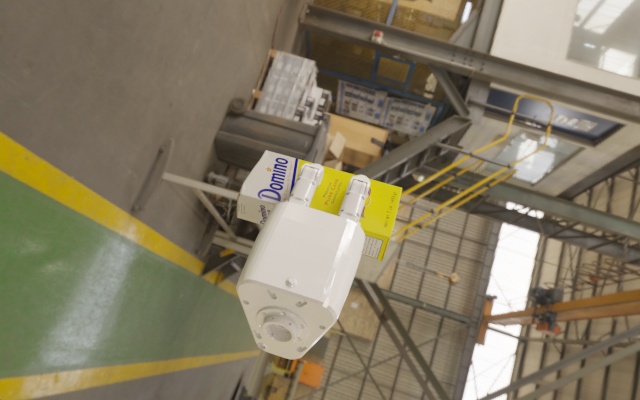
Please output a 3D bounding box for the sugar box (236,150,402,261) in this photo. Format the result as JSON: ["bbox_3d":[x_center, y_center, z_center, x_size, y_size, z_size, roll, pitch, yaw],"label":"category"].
[{"bbox_3d":[0.000,0.002,0.561,0.176,0.048,0.093,17,42,5],"label":"sugar box"}]
